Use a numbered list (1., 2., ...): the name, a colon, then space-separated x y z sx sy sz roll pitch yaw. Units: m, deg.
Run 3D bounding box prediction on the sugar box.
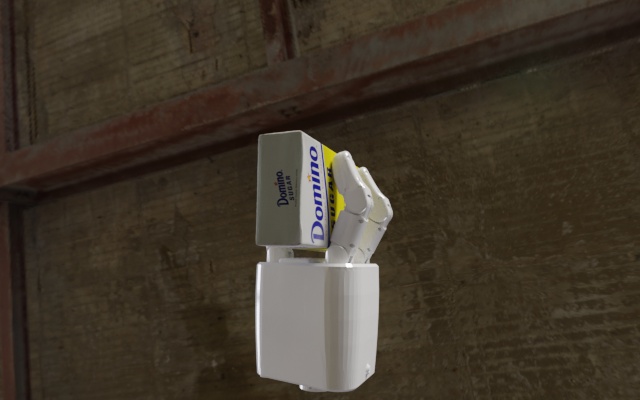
1. sugar box: 0.001 0.002 0.453 0.048 0.093 0.176 -2 -8 20
